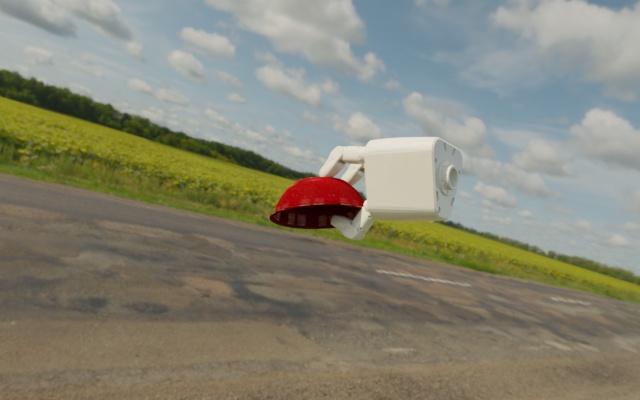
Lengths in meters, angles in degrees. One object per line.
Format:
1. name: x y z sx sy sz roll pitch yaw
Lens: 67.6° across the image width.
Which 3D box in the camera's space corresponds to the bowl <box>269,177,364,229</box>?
1. bowl: -0.001 0.002 0.756 0.162 0.055 0.162 -2 -16 -1
